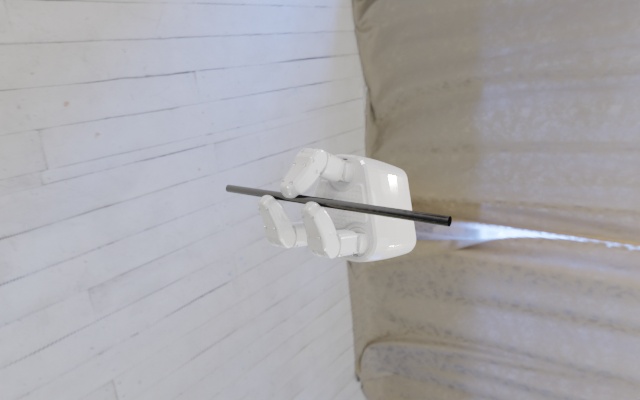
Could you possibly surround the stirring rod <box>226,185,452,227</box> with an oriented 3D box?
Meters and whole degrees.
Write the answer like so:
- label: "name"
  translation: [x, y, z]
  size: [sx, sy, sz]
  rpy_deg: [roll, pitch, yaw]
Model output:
- label: "stirring rod"
  translation: [0.000, 0.001, 0.425]
  size: [0.239, 0.011, 0.011]
  rpy_deg: [8, 5, 36]
